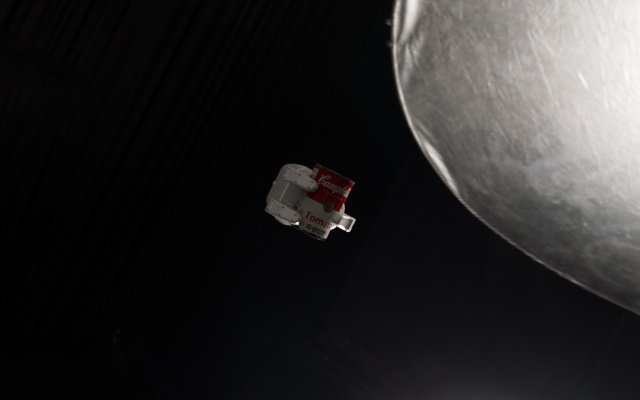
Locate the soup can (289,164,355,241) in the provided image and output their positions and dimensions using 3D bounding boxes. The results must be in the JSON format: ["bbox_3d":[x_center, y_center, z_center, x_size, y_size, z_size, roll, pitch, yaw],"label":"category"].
[{"bbox_3d":[0.000,0.003,0.743,0.068,0.102,0.068,27,2,-1],"label":"soup can"}]
